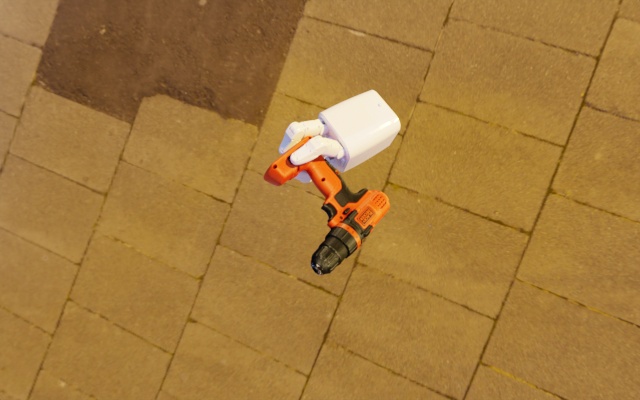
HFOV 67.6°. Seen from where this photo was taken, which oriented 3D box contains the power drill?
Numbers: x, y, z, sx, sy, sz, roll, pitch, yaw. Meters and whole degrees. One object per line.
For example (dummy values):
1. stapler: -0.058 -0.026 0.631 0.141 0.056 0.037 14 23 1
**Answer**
1. power drill: 0.000 0.002 0.760 0.184 0.187 0.057 -44 0 -34
